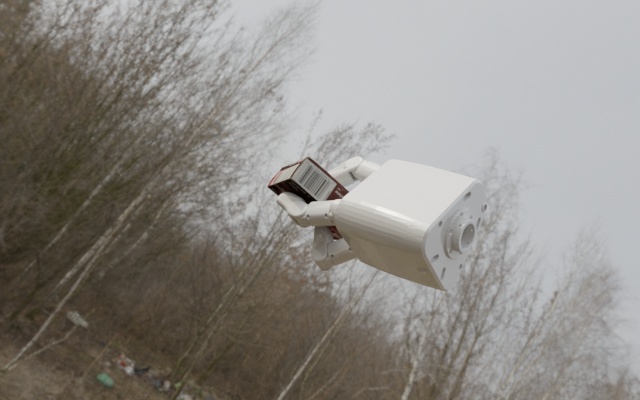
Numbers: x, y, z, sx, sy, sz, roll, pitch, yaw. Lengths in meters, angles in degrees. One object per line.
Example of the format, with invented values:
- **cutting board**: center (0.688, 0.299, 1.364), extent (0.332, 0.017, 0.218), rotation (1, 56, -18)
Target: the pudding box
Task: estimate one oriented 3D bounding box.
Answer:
- **pudding box**: center (0.000, 0.002, 0.570), extent (0.113, 0.039, 0.090), rotation (43, -20, -14)
